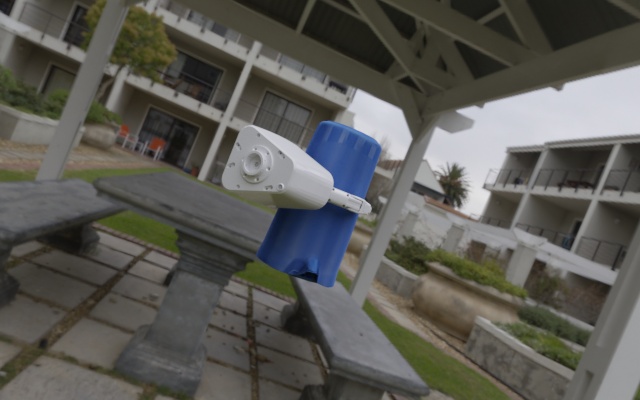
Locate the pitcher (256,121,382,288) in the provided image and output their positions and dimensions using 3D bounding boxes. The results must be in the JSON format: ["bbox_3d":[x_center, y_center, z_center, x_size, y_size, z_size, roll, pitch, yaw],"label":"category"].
[{"bbox_3d":[0.000,0.002,0.765,0.149,0.243,0.145,24,2,29],"label":"pitcher"}]
